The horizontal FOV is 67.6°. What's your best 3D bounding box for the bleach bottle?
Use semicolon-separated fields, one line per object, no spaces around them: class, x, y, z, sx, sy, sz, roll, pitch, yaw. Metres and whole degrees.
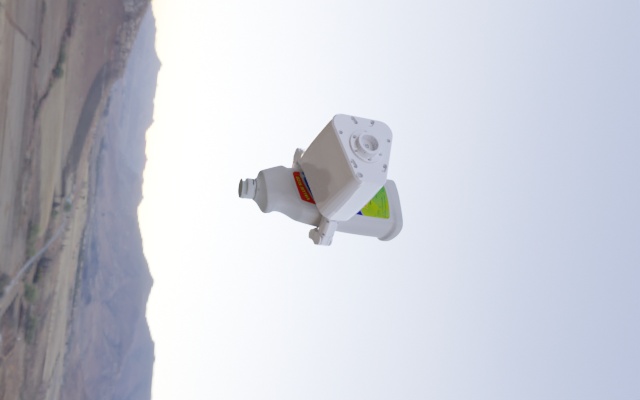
bleach bottle;0.000;0.002;0.730;0.251;0.102;0.068;6;-28;-23
